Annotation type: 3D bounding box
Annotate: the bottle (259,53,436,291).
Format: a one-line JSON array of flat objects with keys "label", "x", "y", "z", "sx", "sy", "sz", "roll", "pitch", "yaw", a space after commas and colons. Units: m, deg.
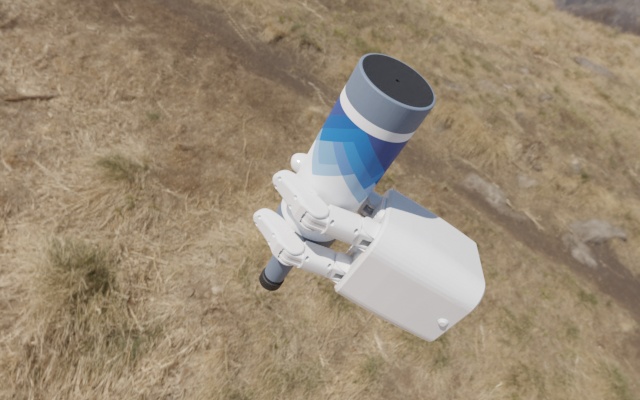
[{"label": "bottle", "x": 0.000, "y": 0.001, "z": 0.459, "sx": 0.069, "sy": 0.069, "sz": 0.296, "roll": 0, "pitch": -39, "yaw": -31}]
